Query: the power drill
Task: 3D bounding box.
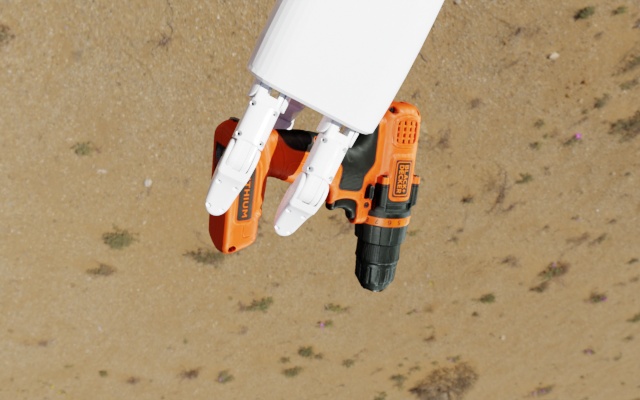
[{"bbox_3d":[0.000,0.001,0.421,0.187,0.184,0.057,-2,15,-29],"label":"power drill"}]
